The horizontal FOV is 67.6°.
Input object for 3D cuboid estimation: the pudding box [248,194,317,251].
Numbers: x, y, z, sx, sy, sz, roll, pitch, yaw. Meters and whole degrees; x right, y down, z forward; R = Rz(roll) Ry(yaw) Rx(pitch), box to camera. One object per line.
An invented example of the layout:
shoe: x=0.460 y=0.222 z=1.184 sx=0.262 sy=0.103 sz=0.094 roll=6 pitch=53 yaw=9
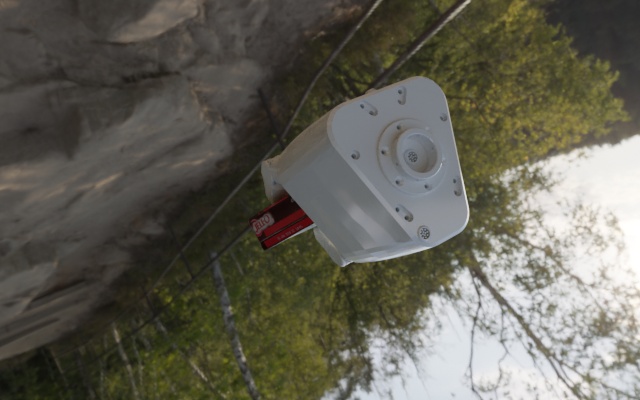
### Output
pudding box: x=0.000 y=0.002 z=0.458 sx=0.090 sy=0.039 sz=0.113 roll=-29 pitch=-5 yaw=39
